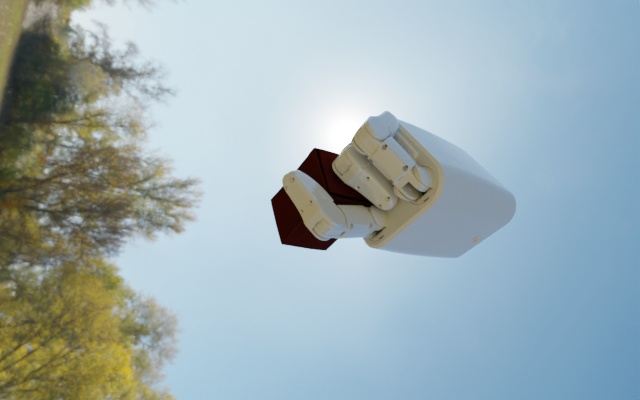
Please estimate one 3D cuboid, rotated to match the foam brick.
[{"bbox_3d":[0.000,0.001,0.424,0.051,0.053,0.078,12,-43,-35],"label":"foam brick"}]
